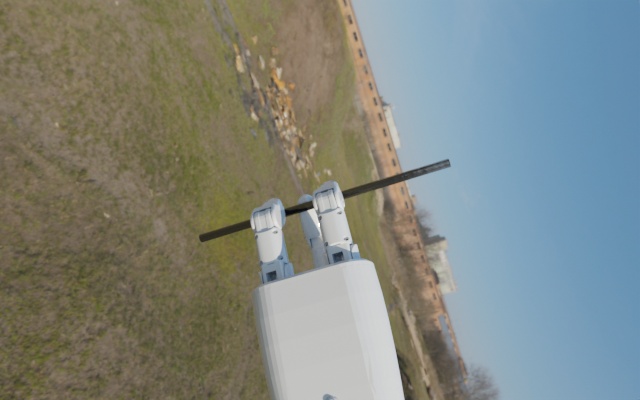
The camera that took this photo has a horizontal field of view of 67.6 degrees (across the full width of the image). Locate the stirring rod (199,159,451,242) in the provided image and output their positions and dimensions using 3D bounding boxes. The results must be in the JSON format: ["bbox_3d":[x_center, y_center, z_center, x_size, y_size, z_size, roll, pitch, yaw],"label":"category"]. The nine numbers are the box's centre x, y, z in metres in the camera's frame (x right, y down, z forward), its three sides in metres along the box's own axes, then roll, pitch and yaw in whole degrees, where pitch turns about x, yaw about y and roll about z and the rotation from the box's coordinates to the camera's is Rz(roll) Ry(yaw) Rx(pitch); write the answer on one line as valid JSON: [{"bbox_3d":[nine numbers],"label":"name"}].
[{"bbox_3d":[0.000,0.002,0.439,0.239,0.011,0.011,-17,-2,8],"label":"stirring rod"}]
